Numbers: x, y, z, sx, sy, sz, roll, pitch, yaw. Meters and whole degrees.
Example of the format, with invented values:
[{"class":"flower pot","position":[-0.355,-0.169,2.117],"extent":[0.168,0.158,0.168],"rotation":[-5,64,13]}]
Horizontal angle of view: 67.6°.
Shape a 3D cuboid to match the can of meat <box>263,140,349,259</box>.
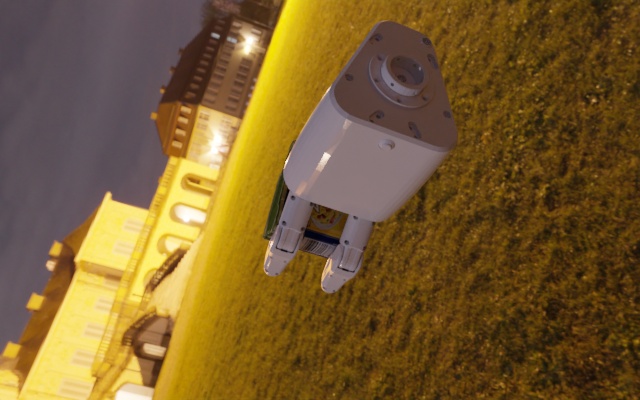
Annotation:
[{"class":"can of meat","position":[0.000,0.001,0.448],"extent":[0.084,0.102,0.057],"rotation":[18,-27,-11]}]
